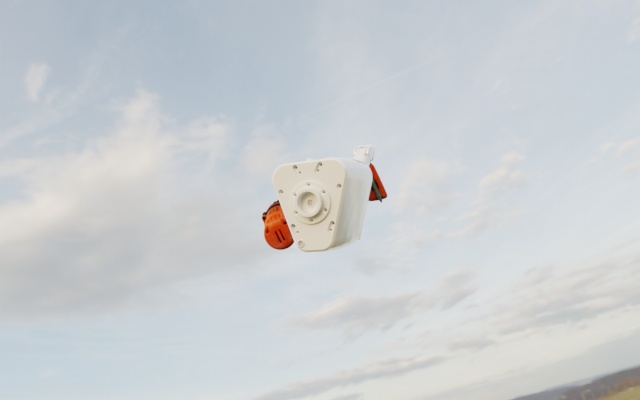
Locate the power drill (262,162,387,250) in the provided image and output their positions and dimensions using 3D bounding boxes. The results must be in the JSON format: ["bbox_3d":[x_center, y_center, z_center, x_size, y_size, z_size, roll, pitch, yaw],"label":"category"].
[{"bbox_3d":[0.001,0.002,0.729,0.187,0.057,0.184,-28,13,2],"label":"power drill"}]
